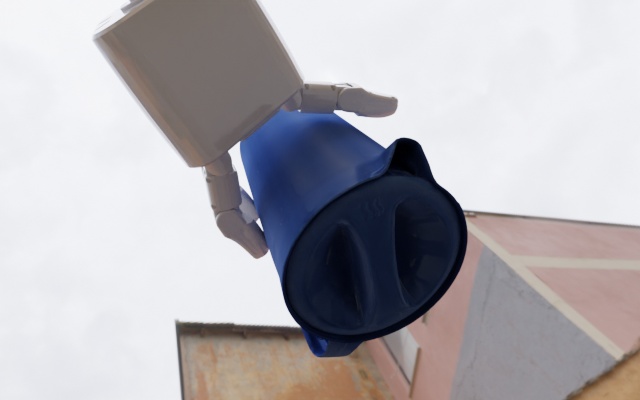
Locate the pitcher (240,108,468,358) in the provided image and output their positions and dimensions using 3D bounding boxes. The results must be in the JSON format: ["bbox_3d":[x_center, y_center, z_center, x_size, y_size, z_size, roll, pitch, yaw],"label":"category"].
[{"bbox_3d":[0.000,0.001,0.413,0.149,0.145,0.242,-35,33,0],"label":"pitcher"}]
